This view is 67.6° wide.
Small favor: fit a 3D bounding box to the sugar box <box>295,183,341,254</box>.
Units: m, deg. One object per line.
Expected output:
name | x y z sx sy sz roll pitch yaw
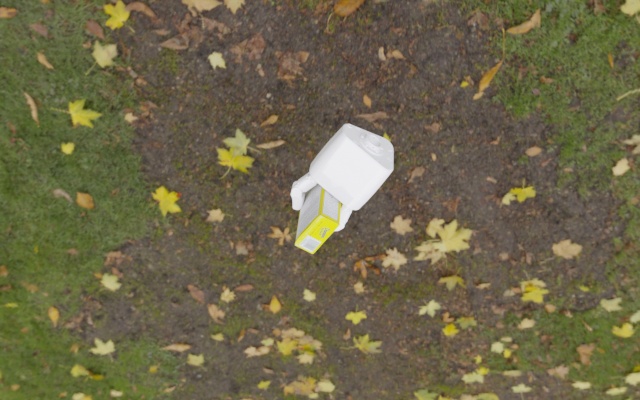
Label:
sugar box | 0.001 0.003 0.882 0.048 0.176 0.093 29 -51 -16
